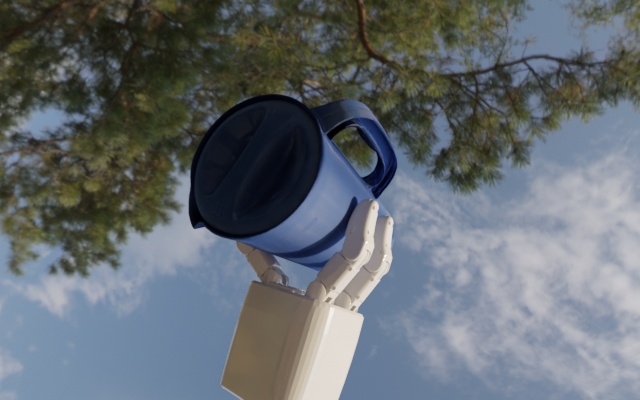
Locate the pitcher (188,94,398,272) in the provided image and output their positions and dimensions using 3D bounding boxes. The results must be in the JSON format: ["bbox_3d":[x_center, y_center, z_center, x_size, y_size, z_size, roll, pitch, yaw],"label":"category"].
[{"bbox_3d":[0.000,0.002,0.492,0.149,0.145,0.243,9,-15,30],"label":"pitcher"}]
